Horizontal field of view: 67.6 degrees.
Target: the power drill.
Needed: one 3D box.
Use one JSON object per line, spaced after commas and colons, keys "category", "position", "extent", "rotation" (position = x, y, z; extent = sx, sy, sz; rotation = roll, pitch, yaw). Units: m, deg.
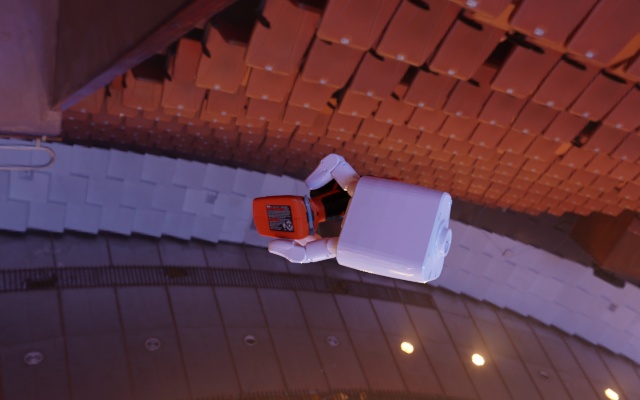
{"category": "power drill", "position": [0.000, 0.002, 0.678], "extent": [0.187, 0.057, 0.184], "rotation": [-18, 10, -40]}
